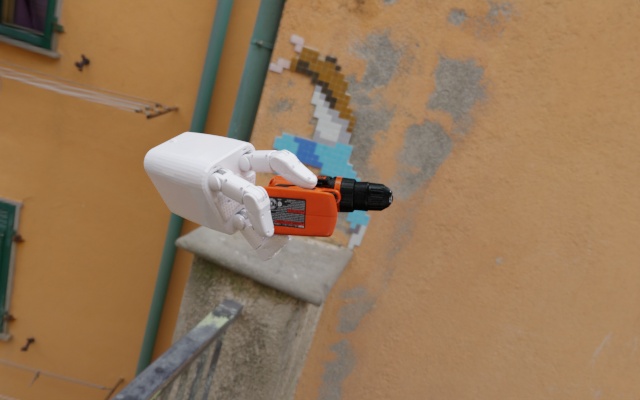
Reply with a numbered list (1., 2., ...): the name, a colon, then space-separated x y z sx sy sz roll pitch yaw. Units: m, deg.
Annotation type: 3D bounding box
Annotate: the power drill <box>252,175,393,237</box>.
1. power drill: 0.000 0.002 0.635 0.184 0.057 0.187 2 8 11
